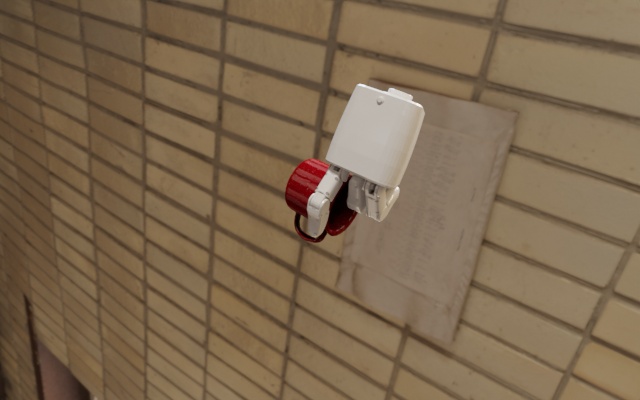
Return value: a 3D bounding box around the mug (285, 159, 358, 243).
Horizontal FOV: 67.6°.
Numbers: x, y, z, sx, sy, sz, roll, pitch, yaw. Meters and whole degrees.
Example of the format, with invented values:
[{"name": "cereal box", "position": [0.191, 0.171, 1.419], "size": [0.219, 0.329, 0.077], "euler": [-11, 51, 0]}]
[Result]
[{"name": "mug", "position": [-0.001, 0.003, 0.677], "size": [0.081, 0.117, 0.093], "euler": [27, 11, 27]}]
